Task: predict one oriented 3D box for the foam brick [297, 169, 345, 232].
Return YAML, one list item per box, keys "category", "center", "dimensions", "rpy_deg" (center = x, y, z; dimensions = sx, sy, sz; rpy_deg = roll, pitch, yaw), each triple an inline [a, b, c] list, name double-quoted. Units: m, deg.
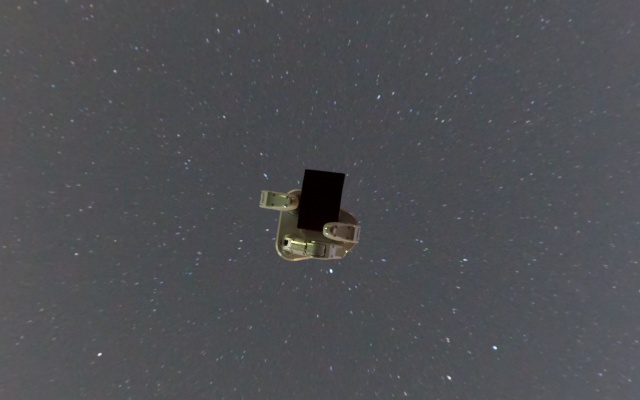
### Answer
- category: "foam brick"
  center: [0.000, 0.002, 0.619]
  dimensions: [0.053, 0.078, 0.051]
  rpy_deg: [9, -3, 0]
